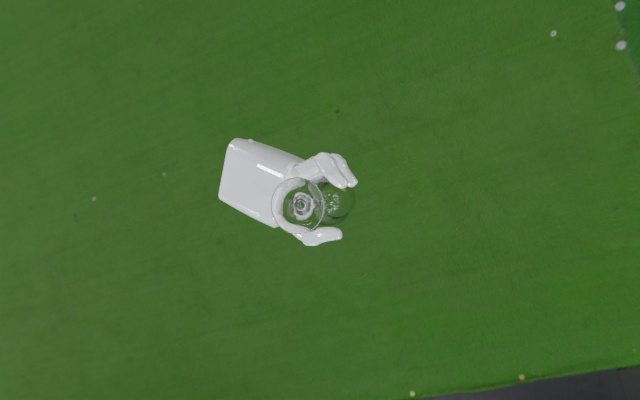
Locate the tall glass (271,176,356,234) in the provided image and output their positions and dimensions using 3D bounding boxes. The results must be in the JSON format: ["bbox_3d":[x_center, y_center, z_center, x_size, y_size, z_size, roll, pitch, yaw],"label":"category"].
[{"bbox_3d":[0.000,0.002,0.711,0.079,0.079,0.201,0,2,18],"label":"tall glass"}]
